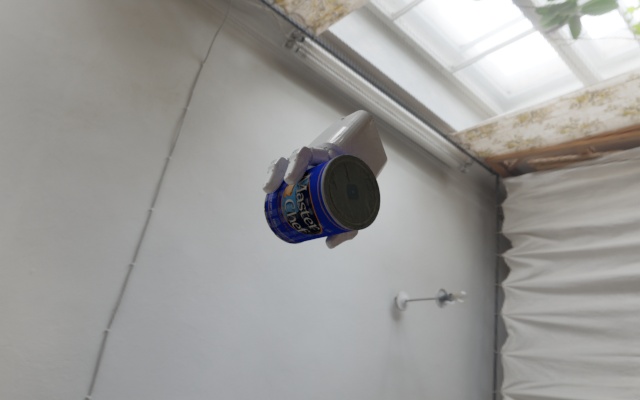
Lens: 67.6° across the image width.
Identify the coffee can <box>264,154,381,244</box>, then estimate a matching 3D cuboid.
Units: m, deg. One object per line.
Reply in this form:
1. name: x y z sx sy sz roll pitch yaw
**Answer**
1. coffee can: 0.000 0.002 0.681 0.103 0.103 0.140 0 -12 -40
